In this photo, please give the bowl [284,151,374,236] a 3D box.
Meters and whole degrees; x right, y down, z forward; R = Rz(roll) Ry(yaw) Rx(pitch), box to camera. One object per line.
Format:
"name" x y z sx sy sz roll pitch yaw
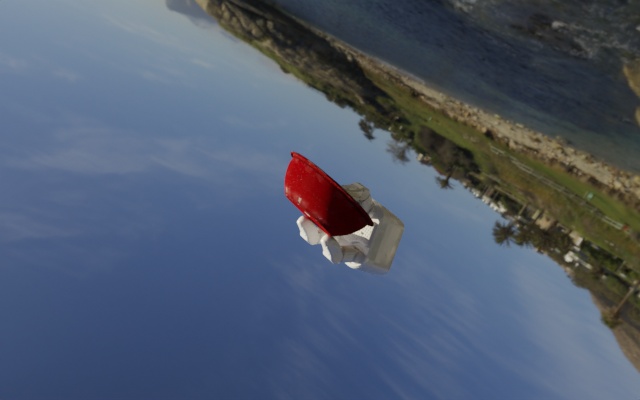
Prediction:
"bowl" -0.001 0.002 0.695 0.162 0.055 0.162 42 -5 5
